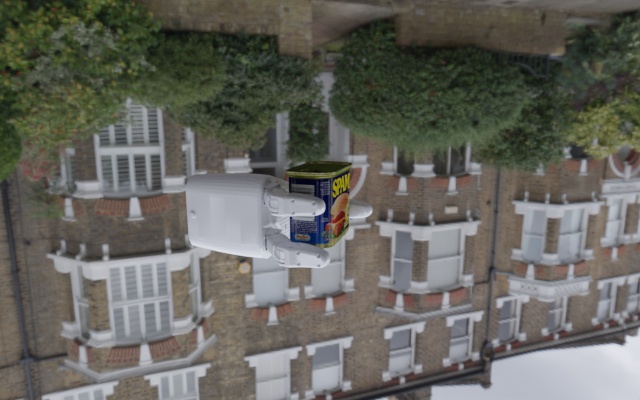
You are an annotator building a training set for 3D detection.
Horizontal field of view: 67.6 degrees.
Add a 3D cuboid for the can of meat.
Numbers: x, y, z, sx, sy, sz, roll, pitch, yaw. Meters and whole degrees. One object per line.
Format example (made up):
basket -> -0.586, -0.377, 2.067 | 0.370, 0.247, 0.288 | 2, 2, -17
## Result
can of meat -> 0.000, 0.002, 0.551 | 0.057, 0.084, 0.102 | 4, 12, 18
